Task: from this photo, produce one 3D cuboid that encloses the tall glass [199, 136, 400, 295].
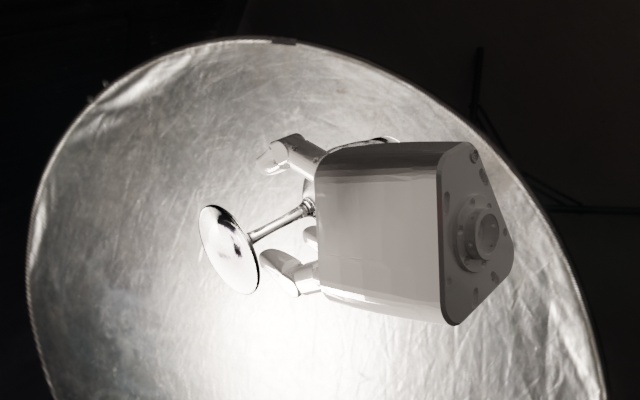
[{"bbox_3d":[-0.001,0.002,0.417,0.201,0.079,0.079,-28,18,-38],"label":"tall glass"}]
